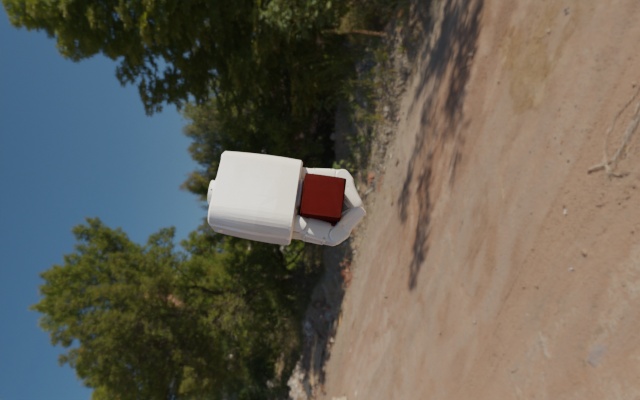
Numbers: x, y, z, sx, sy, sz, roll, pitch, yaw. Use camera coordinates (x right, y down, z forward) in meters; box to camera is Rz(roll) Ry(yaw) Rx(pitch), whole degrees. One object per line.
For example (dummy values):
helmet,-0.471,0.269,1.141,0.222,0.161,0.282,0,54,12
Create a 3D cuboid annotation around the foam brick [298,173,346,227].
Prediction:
foam brick,0.000,0.002,0.614,0.051,0.053,0.078,9,-13,-4
